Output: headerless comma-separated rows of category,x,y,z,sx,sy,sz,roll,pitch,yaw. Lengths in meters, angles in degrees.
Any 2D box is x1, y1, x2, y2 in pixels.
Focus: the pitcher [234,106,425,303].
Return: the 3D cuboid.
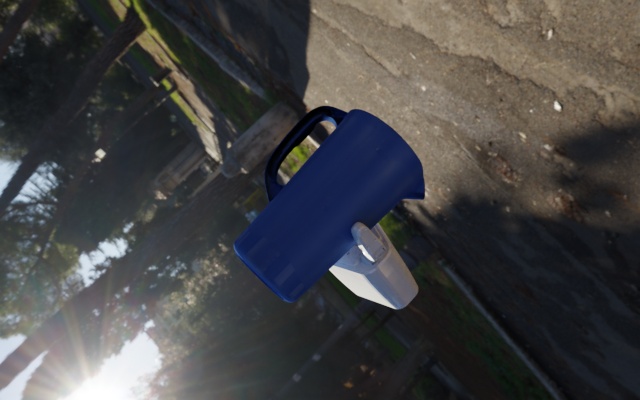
pitcher,0.000,0.002,0.617,0.149,0.243,0.145,34,-13,51
